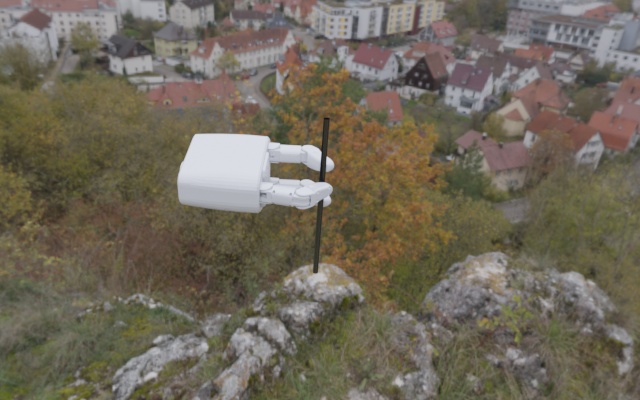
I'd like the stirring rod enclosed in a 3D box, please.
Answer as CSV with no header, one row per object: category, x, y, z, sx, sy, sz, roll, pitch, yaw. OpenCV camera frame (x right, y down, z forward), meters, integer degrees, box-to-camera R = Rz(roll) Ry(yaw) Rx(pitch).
stirring rod,0.000,0.002,0.659,0.011,0.240,0.011,3,29,-2
